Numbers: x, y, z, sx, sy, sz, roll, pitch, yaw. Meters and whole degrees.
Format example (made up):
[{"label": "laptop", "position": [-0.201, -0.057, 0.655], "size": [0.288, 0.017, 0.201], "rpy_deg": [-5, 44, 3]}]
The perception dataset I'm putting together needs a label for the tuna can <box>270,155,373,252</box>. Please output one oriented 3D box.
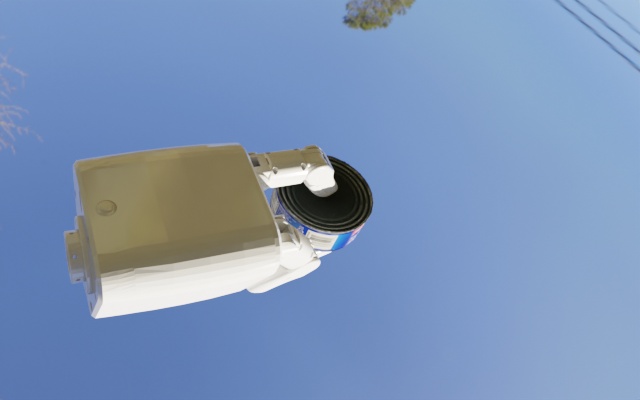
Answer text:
[{"label": "tuna can", "position": [0.000, 0.002, 0.416], "size": [0.086, 0.086, 0.034], "rpy_deg": [0, -37, -21]}]
